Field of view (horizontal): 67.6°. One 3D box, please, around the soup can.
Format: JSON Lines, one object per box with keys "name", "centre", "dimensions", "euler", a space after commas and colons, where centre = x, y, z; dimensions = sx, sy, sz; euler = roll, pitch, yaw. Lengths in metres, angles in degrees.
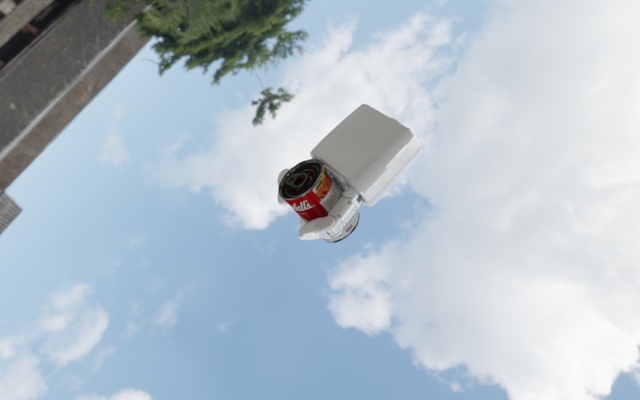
{"name": "soup can", "centre": [0.000, 0.003, 0.645], "dimensions": [0.068, 0.068, 0.102], "euler": [0, -38, 42]}
